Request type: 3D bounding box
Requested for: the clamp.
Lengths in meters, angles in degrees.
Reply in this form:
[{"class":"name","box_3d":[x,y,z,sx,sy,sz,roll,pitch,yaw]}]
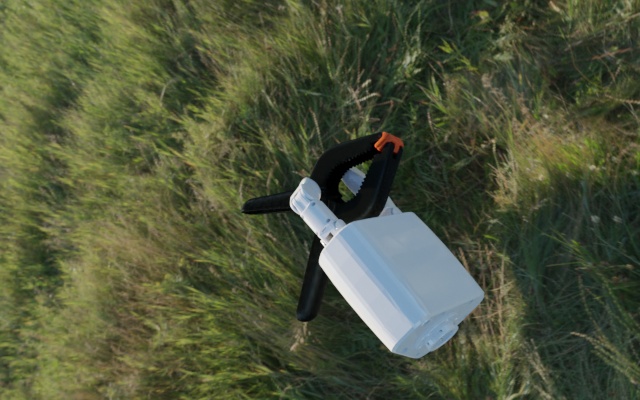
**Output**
[{"class":"clamp","box_3d":[0.000,0.001,0.511,0.036,0.210,0.164,10,33,-53]}]
